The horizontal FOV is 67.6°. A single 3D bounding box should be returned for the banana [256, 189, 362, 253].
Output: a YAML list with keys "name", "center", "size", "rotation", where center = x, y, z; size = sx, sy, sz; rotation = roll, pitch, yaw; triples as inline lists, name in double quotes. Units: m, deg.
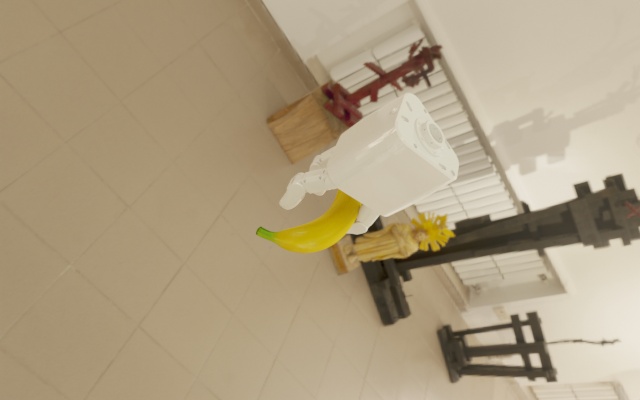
- name: "banana"
  center: [0.009, 0.018, 0.609]
  size: [0.197, 0.069, 0.037]
  rotation: [-32, -8, -46]
